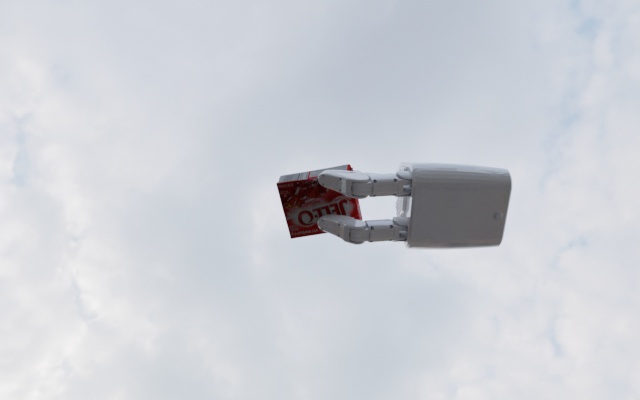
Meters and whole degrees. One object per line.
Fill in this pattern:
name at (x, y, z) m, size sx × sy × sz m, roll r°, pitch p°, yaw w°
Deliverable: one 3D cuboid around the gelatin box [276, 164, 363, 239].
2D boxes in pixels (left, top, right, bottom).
gelatin box at (0.000, 0.002, 0.562) m, size 0.089 × 0.073 × 0.030 m, roll -9°, pitch 22°, yaw 11°
